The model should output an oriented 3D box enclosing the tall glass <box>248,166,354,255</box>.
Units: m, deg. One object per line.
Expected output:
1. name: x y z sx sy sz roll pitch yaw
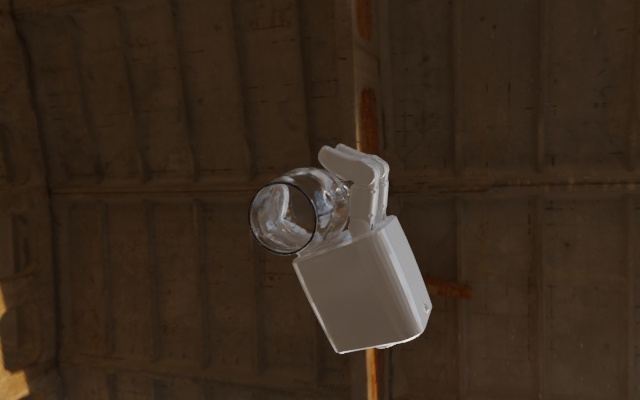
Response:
1. tall glass: 0.000 0.001 0.485 0.079 0.079 0.201 0 8 19
